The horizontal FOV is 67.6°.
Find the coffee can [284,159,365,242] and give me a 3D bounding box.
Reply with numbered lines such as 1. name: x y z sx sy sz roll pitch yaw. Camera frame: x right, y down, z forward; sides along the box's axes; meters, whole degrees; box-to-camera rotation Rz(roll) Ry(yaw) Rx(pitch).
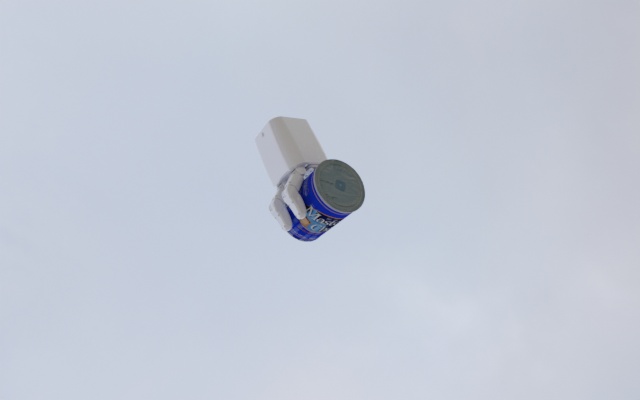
1. coffee can: 0.000 0.003 0.870 0.103 0.102 0.140 0 -25 -34
